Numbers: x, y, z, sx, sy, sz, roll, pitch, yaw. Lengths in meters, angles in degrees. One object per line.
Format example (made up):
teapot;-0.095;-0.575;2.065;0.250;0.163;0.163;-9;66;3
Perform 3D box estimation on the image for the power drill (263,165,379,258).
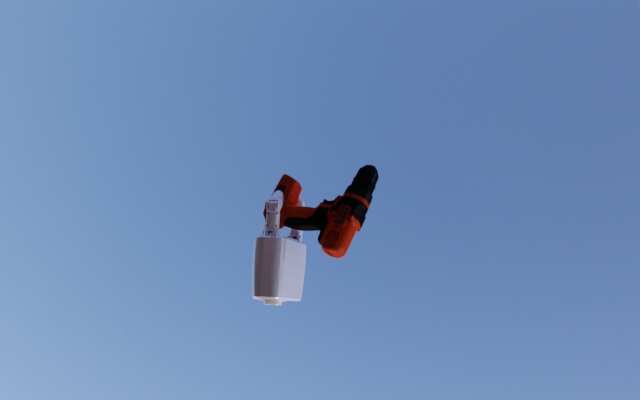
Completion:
power drill;0.000;0.003;0.876;0.187;0.184;0.057;11;-27;34
